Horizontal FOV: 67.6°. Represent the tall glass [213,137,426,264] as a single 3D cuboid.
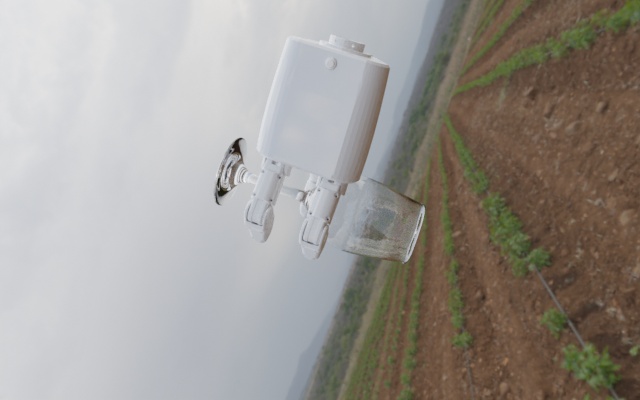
[{"bbox_3d":[-0.001,0.001,0.482,0.201,0.079,0.079,19,2,7],"label":"tall glass"}]
